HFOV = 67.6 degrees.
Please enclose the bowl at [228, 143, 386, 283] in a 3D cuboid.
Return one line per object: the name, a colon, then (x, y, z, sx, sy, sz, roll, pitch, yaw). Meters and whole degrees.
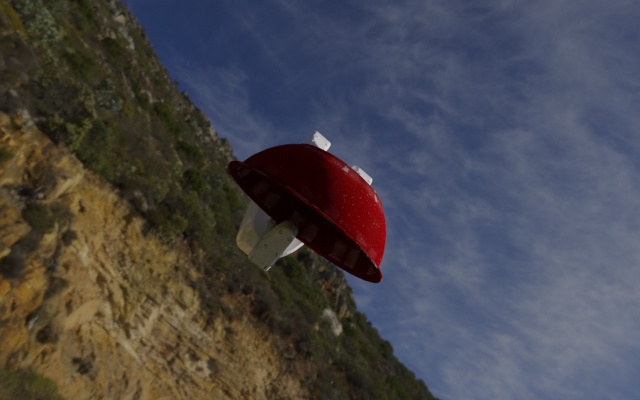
bowl: (0.001, 0.001, 0.411, 0.162, 0.055, 0.162, 36, -13, 10)
